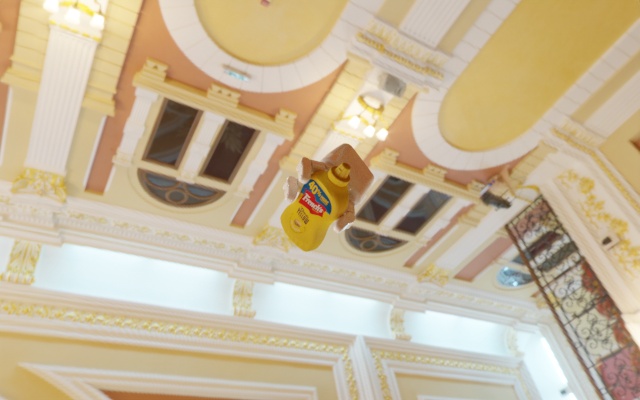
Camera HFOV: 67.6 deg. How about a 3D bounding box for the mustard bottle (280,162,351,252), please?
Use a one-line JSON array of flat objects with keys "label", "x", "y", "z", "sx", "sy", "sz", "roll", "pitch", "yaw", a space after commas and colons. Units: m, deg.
[{"label": "mustard bottle", "x": 0.000, "y": 0.003, "z": 0.885, "sx": 0.058, "sy": 0.096, "sz": 0.192, "roll": -11, "pitch": -34, "yaw": -47}]
